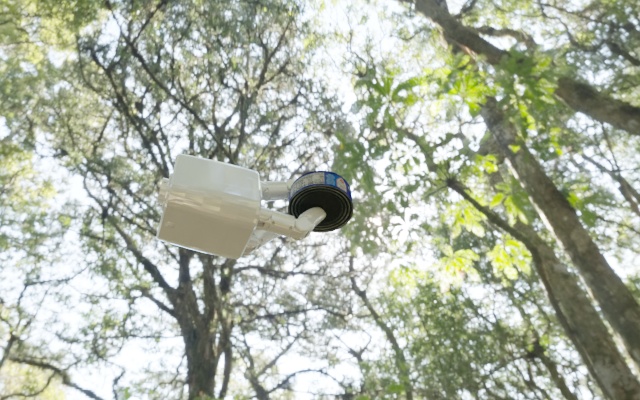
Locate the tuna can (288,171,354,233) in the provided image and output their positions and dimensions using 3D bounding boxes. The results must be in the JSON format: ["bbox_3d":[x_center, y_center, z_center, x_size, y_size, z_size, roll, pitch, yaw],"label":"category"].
[{"bbox_3d":[0.000,0.002,0.632,0.086,0.086,0.033,0,43,-1],"label":"tuna can"}]
